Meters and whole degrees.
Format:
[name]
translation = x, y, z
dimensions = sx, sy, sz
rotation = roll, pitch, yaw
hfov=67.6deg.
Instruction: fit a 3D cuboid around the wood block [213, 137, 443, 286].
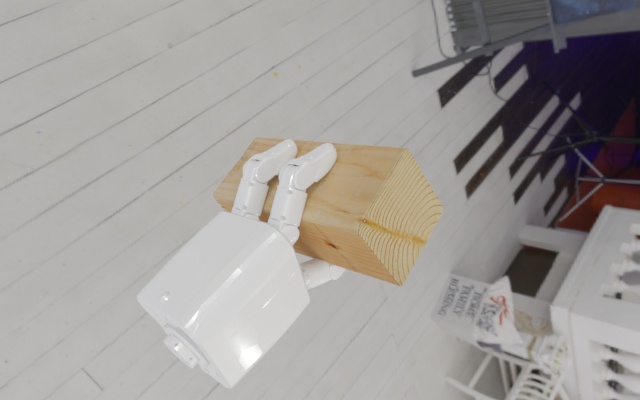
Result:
[wood block]
translation = 0.000, 0.002, 0.477
dimensions = 0.206, 0.090, 0.091
rotation = 12, -29, 44
